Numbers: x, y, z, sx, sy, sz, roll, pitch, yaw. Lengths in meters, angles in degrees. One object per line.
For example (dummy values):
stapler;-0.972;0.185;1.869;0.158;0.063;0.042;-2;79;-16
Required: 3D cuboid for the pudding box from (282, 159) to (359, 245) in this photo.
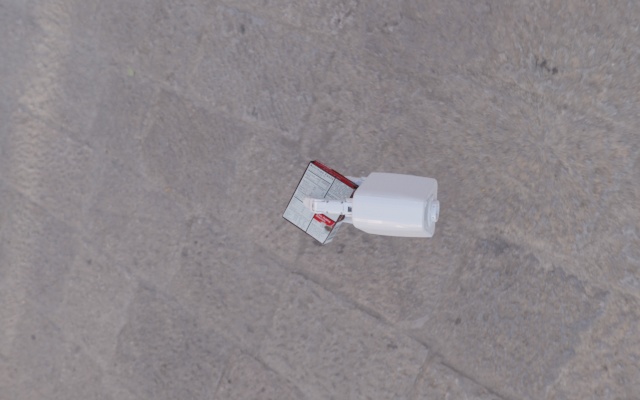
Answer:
pudding box;0.000;0.003;0.783;0.090;0.113;0.039;34;17;15
